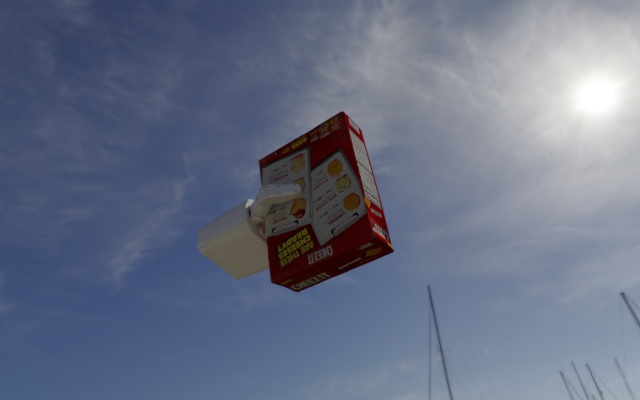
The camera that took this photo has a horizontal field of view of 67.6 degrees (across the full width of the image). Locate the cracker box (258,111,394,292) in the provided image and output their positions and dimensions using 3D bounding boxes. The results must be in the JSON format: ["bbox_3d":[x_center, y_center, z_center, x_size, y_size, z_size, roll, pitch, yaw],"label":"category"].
[{"bbox_3d":[0.000,0.002,0.689,0.164,0.213,0.072,-27,-35,24],"label":"cracker box"}]
